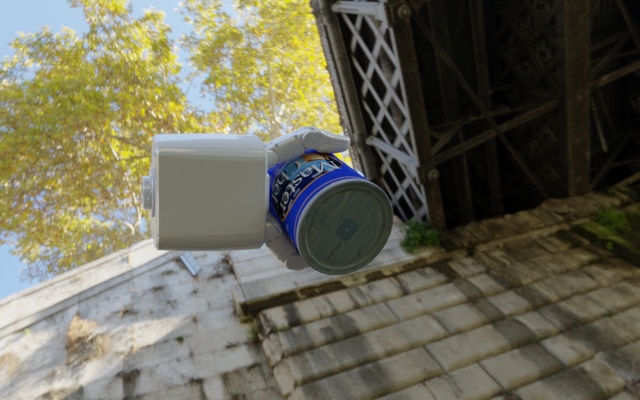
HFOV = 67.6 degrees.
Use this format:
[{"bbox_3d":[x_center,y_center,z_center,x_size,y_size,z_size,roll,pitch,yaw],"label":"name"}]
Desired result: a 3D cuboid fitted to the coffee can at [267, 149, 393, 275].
[{"bbox_3d":[0.000,0.002,0.521,0.103,0.103,0.140,0,23,-24],"label":"coffee can"}]
